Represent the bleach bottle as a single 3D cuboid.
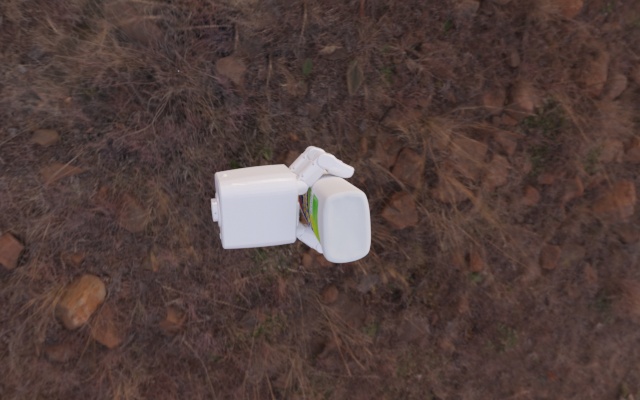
[{"bbox_3d":[0.000,0.002,0.732,0.068,0.102,0.250,-7,17,-15],"label":"bleach bottle"}]
